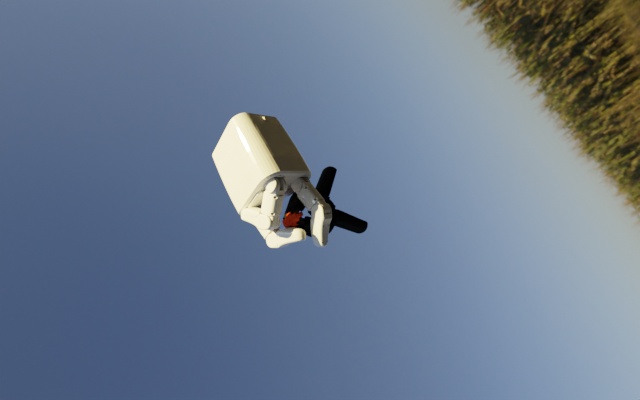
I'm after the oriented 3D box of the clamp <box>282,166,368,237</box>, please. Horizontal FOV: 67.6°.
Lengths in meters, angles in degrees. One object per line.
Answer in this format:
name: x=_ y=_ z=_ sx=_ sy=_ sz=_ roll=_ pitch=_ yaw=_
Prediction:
clamp: x=0.000 y=0.003 z=0.722 sx=0.039 sy=0.120 sz=0.171 roll=-40 pitch=-20 yaw=30
